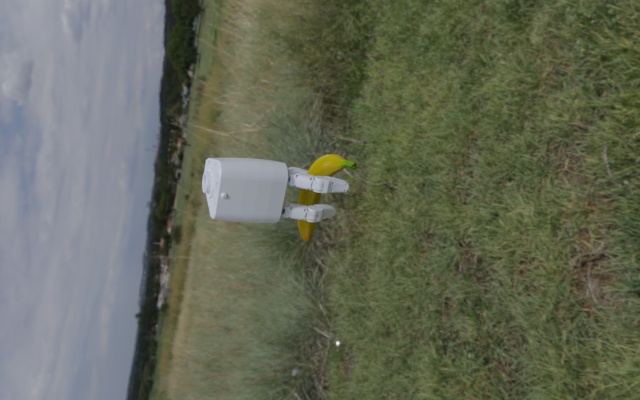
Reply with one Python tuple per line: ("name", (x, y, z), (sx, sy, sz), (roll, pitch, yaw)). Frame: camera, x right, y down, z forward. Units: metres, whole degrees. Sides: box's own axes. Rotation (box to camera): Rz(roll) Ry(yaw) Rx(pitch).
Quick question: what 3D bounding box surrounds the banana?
("banana", (-0.006, -0.014, 0.815), (0.037, 0.069, 0.198), (-5, -38, -33))
